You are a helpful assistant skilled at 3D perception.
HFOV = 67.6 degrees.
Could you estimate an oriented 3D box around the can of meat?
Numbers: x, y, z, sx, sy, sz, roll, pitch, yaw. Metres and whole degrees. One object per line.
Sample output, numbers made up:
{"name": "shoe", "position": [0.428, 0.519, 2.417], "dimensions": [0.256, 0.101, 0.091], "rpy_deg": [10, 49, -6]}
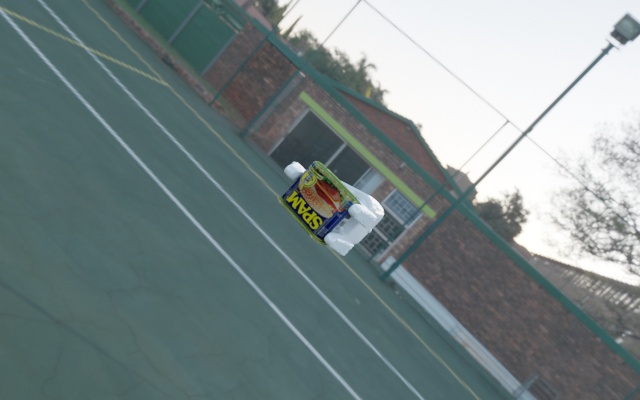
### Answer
{"name": "can of meat", "position": [0.000, 0.002, 0.720], "dimensions": [0.102, 0.084, 0.057], "rpy_deg": [47, 9, 22]}
